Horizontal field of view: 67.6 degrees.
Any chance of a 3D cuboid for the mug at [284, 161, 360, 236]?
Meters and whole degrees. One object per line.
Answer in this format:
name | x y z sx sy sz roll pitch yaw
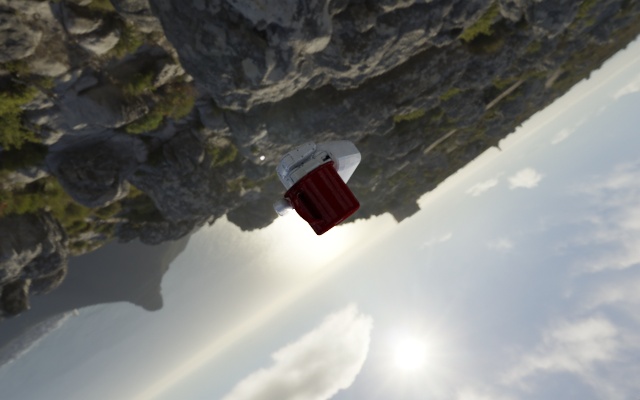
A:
mug | 0.000 0.003 0.709 0.093 0.081 0.117 -39 -7 30
